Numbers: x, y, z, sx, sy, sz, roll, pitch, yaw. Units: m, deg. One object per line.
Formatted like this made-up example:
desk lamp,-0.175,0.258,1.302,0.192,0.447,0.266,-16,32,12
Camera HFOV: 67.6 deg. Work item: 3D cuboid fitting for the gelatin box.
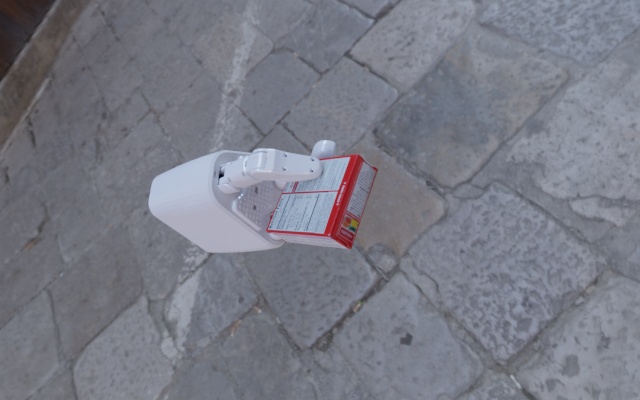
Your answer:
gelatin box,0.000,0.001,0.412,0.030,0.073,0.089,33,-22,-35
